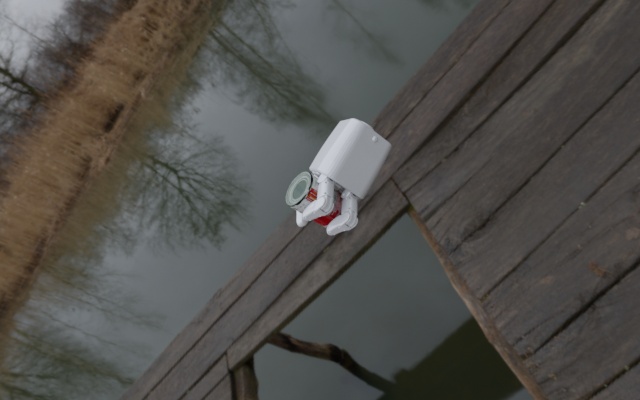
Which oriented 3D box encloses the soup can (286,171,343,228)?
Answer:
[{"bbox_3d":[0.000,0.003,0.816,0.102,0.068,0.068,32,-17,-30],"label":"soup can"}]
